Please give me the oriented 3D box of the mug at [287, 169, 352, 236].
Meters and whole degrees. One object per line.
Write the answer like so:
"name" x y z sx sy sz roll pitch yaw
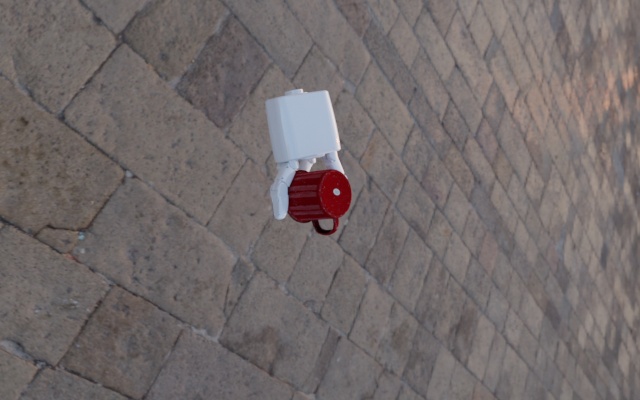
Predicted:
"mug" 0.001 0.004 0.802 0.081 0.117 0.093 -4 11 45
